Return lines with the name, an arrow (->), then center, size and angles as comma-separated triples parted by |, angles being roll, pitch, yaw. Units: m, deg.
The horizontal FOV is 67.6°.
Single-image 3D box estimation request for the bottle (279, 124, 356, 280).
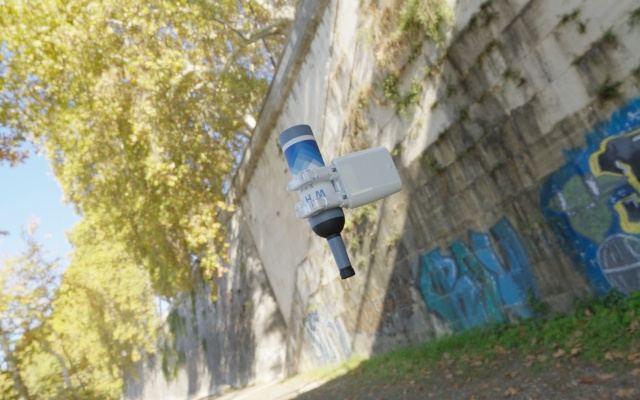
bottle -> 0.000, 0.003, 0.883 | 0.069, 0.295, 0.069 | -19, -15, -5
